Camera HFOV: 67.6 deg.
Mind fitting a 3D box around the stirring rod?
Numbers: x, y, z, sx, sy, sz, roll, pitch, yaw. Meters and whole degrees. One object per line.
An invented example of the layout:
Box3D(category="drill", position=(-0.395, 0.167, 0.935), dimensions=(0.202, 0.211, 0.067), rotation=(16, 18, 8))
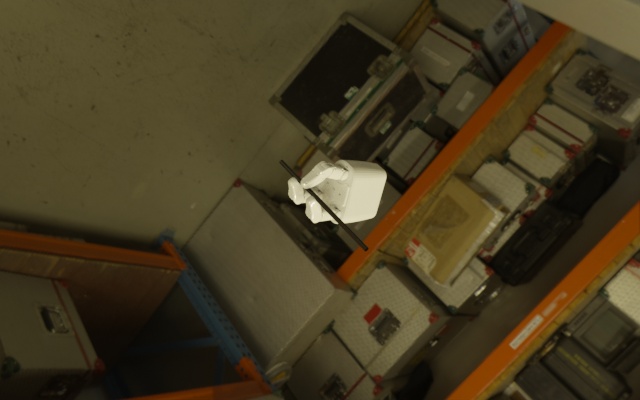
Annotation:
Box3D(category="stirring rod", position=(0.000, 0.003, 0.800), dimensions=(0.011, 0.011, 0.239), rotation=(0, 37, -48))
